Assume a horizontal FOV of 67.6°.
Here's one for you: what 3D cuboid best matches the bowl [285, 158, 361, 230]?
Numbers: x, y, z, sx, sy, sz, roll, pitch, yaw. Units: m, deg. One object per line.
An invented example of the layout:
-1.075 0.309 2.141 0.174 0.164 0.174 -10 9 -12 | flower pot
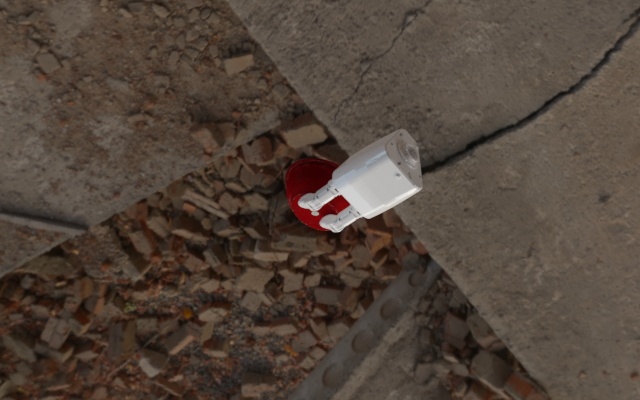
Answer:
-0.001 0.004 0.852 0.162 0.162 0.055 0 44 31 | bowl
